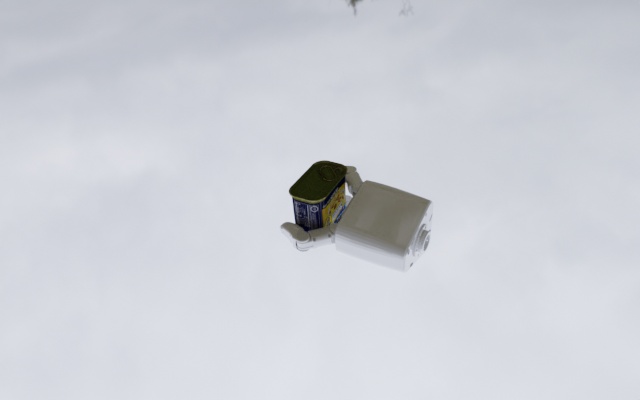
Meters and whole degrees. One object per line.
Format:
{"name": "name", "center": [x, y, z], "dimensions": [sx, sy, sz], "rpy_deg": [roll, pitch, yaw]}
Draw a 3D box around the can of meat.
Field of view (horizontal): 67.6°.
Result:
{"name": "can of meat", "center": [0.000, 0.003, 0.715], "dimensions": [0.057, 0.084, 0.102], "rpy_deg": [15, 41, 24]}
